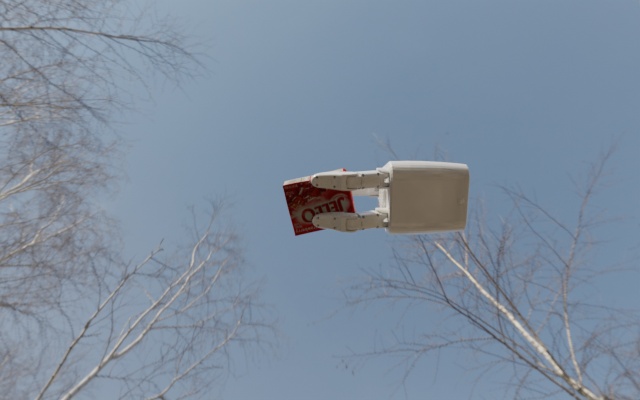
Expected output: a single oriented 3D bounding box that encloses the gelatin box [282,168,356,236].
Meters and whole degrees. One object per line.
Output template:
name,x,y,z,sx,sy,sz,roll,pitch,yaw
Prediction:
gelatin box,0.000,0.002,0.649,0.089,0.073,0.030,-12,13,6
